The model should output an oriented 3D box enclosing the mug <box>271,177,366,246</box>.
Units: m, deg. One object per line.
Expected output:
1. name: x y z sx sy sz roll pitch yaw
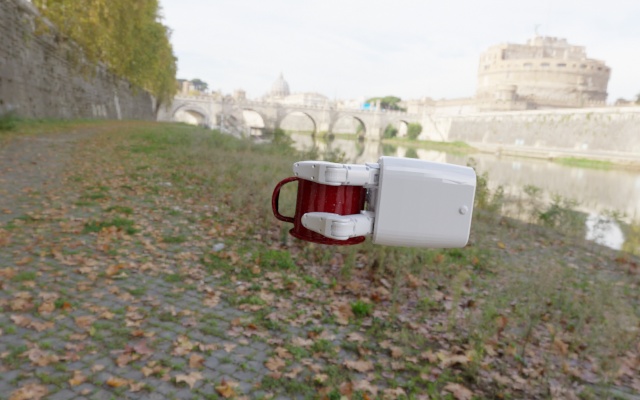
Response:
1. mug: -0.001 0.002 0.572 0.117 0.081 0.093 6 8 0
